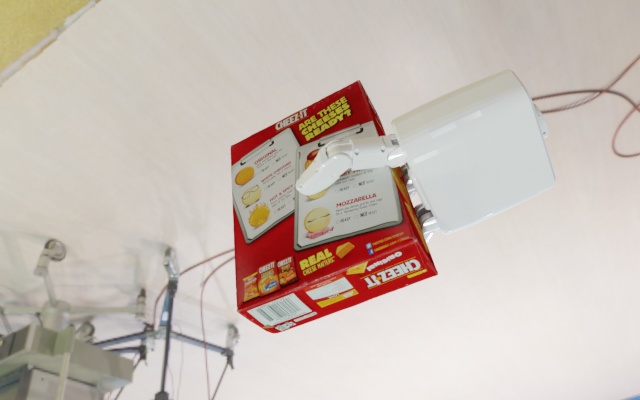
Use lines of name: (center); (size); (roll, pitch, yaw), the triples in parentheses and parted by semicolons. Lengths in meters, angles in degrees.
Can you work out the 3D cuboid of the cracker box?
cracker box: (0.000, 0.002, 0.468); (0.164, 0.213, 0.072); (-24, -43, 14)
